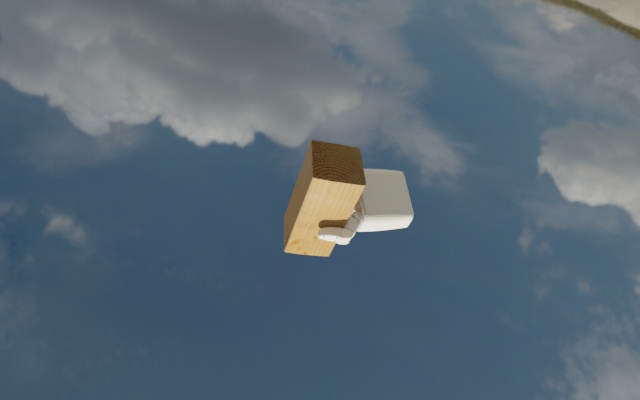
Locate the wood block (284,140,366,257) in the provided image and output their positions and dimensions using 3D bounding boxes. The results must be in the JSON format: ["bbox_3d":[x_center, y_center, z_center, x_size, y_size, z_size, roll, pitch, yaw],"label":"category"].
[{"bbox_3d":[0.001,0.003,0.849,0.090,0.090,0.206,8,-42,-14],"label":"wood block"}]
